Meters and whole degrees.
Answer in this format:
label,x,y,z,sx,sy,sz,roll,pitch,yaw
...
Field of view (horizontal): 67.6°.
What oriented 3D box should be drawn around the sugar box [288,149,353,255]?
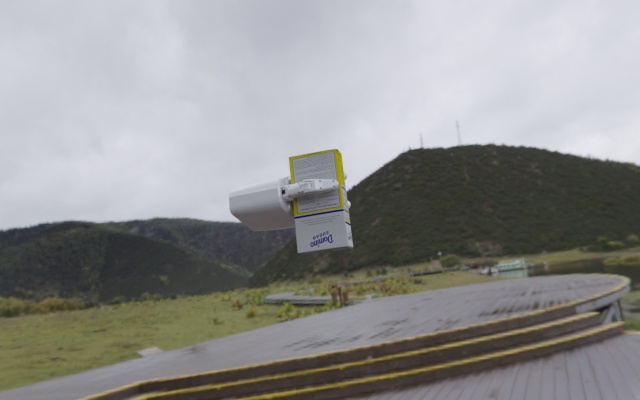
label,x,y,z,sx,sy,sz,roll,pitch,yaw
sugar box,0.000,0.003,0.843,0.093,0.176,0.048,-9,-10,16
